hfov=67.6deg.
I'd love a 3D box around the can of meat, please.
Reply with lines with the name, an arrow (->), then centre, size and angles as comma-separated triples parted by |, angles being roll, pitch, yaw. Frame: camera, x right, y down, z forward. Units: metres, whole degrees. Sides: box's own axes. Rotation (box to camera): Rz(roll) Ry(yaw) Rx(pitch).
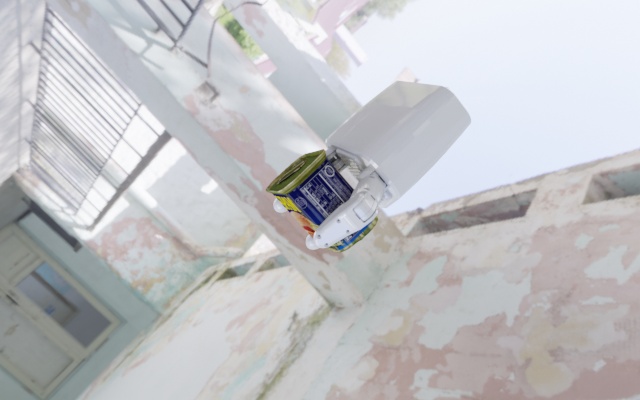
can of meat -> 0.000, 0.002, 0.468 | 0.057, 0.084, 0.102 | -44, 12, -10
